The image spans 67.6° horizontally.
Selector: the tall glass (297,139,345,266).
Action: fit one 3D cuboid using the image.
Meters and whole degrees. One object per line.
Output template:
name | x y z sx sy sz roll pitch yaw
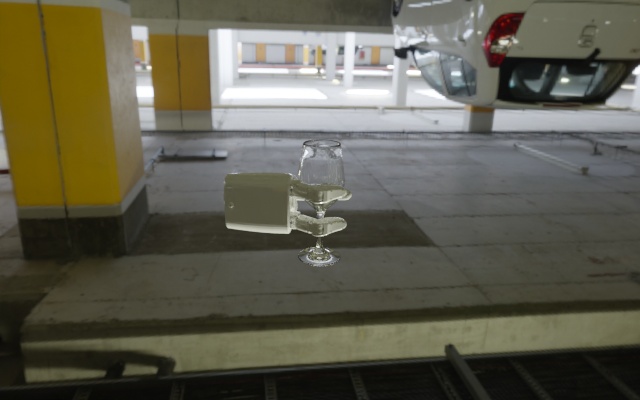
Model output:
tall glass | 0.000 0.003 0.796 0.079 0.201 0.079 2 18 0
